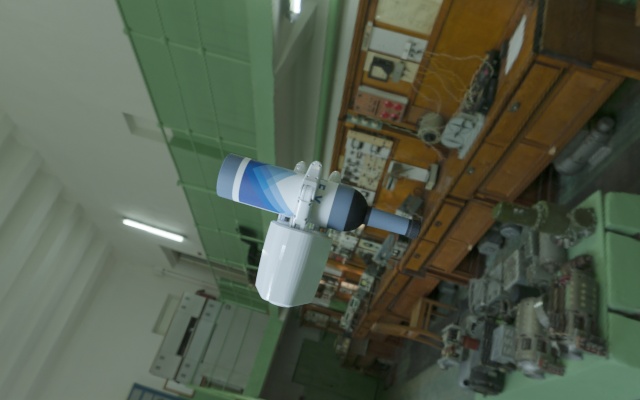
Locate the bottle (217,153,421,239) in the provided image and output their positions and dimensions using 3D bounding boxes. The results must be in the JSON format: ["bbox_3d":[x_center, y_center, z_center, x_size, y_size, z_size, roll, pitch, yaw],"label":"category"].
[{"bbox_3d":[0.000,0.002,0.697,0.296,0.069,0.069,16,1,4],"label":"bottle"}]
